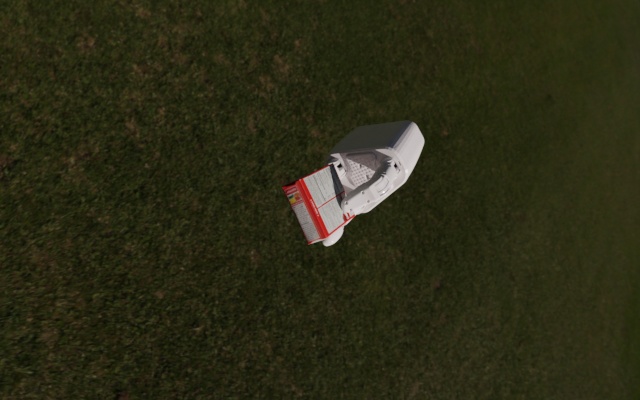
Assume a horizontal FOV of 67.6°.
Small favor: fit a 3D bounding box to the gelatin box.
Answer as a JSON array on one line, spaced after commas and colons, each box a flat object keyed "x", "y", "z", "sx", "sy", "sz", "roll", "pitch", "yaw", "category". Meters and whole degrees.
[{"x": 0.000, "y": 0.002, "z": 0.566, "sx": 0.030, "sy": 0.073, "sz": 0.089, "roll": -22, "pitch": 5, "yaw": 31, "category": "gelatin box"}]
